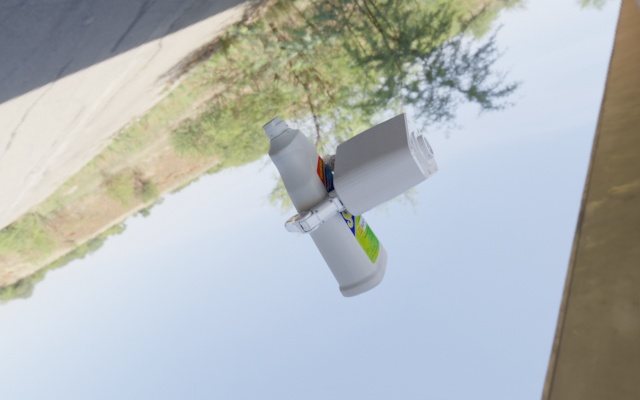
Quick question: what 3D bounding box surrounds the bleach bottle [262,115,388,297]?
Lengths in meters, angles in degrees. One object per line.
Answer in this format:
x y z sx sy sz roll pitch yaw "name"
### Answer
0.000 0.002 0.643 0.068 0.251 0.102 -27 15 24 "bleach bottle"
